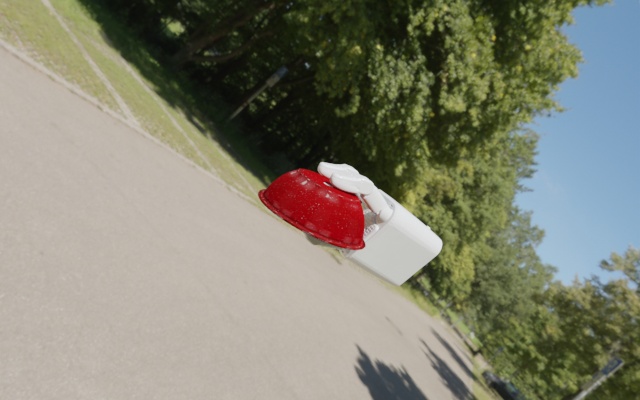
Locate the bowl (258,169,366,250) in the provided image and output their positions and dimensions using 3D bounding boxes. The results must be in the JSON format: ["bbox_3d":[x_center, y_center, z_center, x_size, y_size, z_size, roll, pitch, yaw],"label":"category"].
[{"bbox_3d":[-0.001,0.001,0.640,0.162,0.055,0.162,26,11,-6],"label":"bowl"}]
